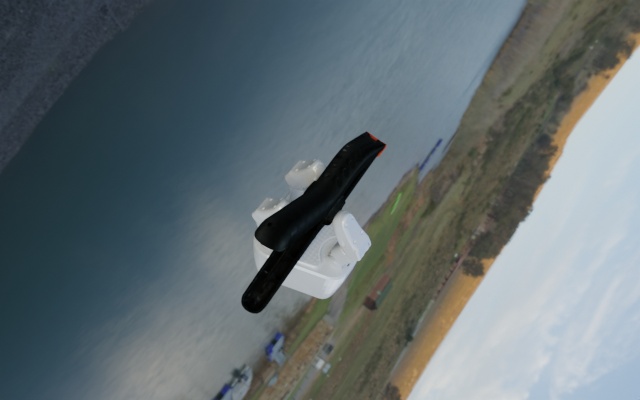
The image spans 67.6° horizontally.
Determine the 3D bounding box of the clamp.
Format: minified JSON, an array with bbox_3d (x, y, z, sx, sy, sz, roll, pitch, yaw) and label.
[{"bbox_3d":[0.001,0.002,0.435,0.036,0.210,0.165,36,-24,7],"label":"clamp"}]
